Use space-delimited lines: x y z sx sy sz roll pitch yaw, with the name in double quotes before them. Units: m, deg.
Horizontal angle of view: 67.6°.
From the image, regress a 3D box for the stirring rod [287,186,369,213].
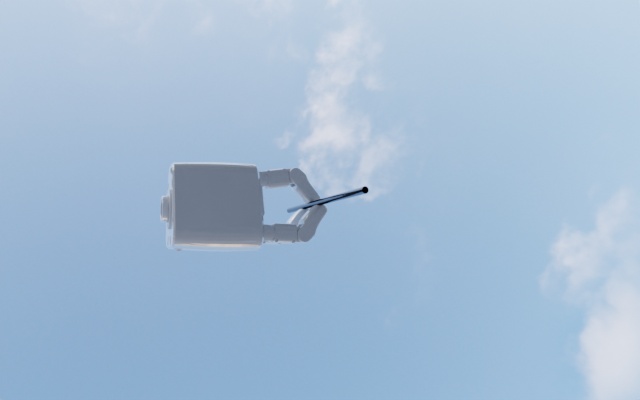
"stirring rod" 0.000 0.002 0.614 0.011 0.011 0.239 0 -6 -23
